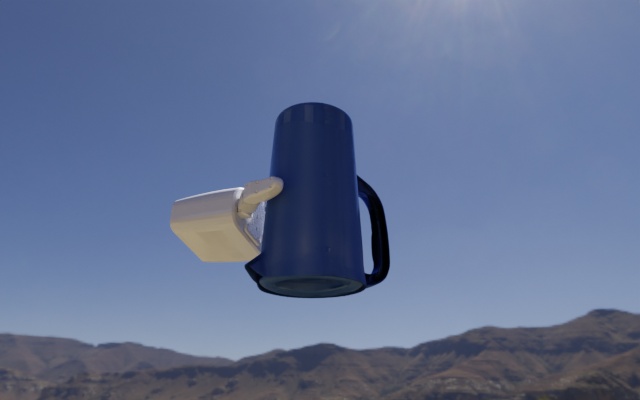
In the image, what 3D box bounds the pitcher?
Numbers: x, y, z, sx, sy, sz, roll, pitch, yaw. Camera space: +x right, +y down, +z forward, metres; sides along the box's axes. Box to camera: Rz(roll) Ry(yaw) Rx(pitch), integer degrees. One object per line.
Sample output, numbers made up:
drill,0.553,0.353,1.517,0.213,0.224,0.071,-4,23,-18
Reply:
pitcher,0.000,0.002,0.623,0.145,0.242,0.149,-9,-24,23
